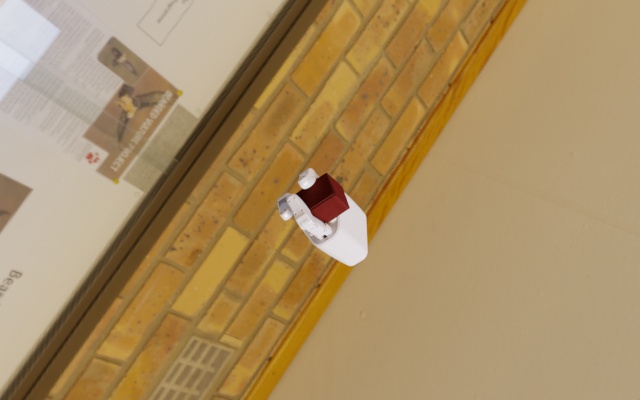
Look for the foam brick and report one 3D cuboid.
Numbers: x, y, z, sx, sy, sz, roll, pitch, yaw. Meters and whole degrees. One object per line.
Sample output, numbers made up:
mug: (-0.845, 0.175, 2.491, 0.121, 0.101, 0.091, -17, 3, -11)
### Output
foam brick: (0.000, 0.002, 0.795, 0.078, 0.053, 0.051, -34, -43, 18)
